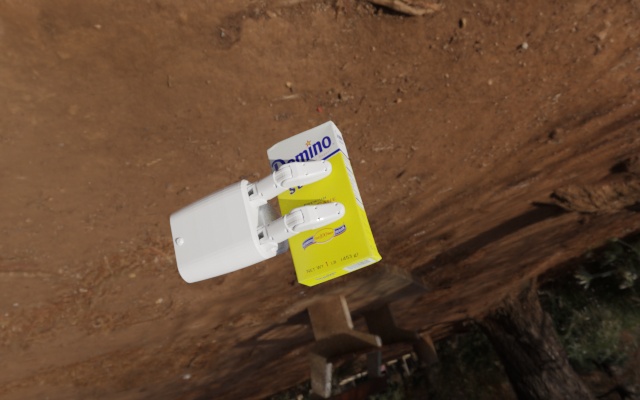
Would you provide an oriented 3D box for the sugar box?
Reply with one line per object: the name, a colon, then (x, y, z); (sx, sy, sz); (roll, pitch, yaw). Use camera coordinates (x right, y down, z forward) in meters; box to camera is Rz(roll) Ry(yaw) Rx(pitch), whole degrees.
sugar box: (0.000, 0.002, 0.566); (0.093, 0.176, 0.048); (-22, -20, 14)
